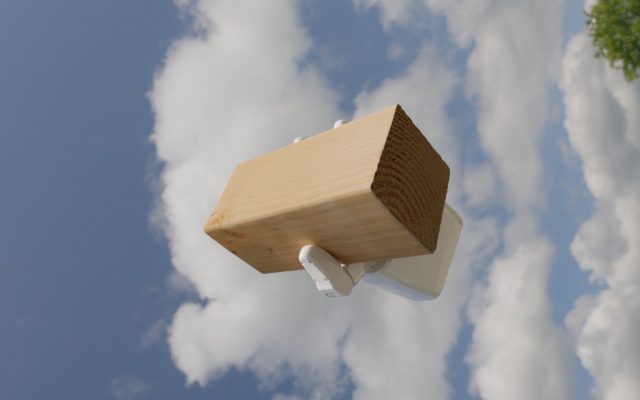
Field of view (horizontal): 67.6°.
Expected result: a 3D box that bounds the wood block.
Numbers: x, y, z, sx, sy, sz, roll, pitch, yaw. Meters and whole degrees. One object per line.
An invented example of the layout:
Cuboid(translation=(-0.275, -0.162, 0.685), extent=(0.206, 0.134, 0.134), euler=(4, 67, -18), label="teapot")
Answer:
Cuboid(translation=(0.000, 0.002, 0.439), extent=(0.206, 0.090, 0.090), euler=(-14, -46, 42), label="wood block")
